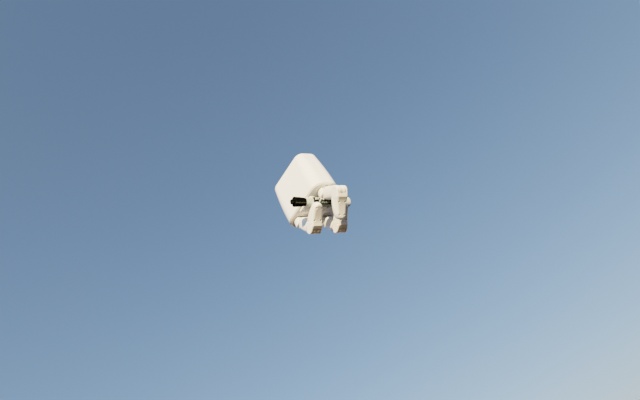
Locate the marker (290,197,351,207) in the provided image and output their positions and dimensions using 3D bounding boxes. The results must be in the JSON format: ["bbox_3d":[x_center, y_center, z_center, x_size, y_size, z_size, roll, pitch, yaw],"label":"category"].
[{"bbox_3d":[0.000,0.003,0.875,0.121,0.020,0.020,0,0,-29],"label":"marker"}]
